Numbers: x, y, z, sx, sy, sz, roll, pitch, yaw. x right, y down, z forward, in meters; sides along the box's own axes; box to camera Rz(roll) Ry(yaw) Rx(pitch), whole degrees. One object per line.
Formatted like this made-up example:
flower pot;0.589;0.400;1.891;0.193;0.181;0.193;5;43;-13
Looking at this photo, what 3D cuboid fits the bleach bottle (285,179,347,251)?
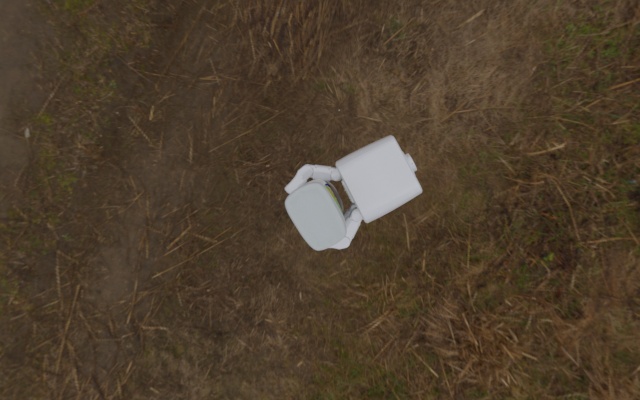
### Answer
bleach bottle;0.000;0.003;0.805;0.068;0.102;0.250;-29;8;7
